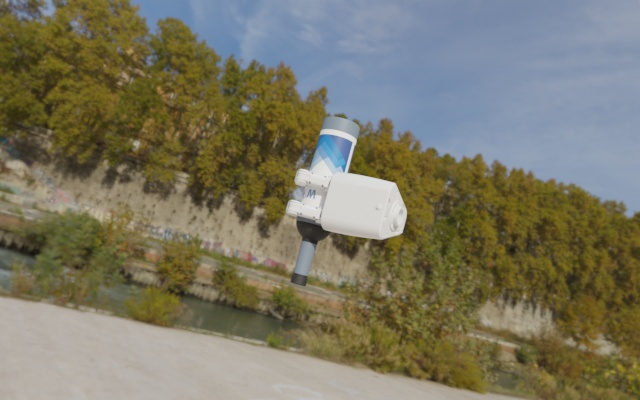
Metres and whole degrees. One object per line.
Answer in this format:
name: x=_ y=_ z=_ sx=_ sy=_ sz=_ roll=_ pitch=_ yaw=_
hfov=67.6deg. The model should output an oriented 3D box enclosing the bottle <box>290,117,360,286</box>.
bottle: x=0.000 y=0.002 z=0.836 sx=0.069 sy=0.295 sz=0.069 roll=15 pitch=-8 yaw=2
